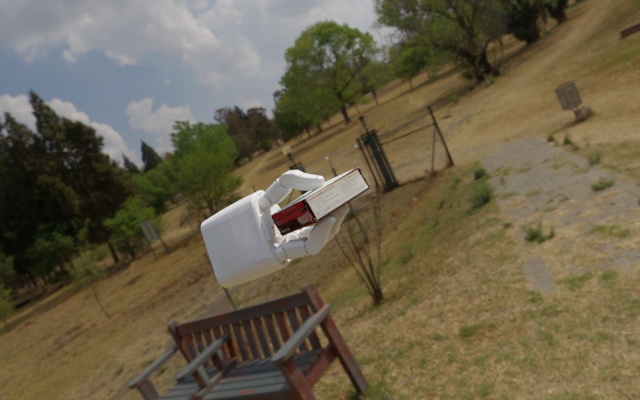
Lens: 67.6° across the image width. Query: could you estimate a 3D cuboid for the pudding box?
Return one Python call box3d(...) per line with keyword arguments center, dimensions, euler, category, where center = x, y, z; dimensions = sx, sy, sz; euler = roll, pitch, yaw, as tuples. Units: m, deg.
box3d(center=(0.000, 0.002, 0.657), dimensions=(0.113, 0.039, 0.090), euler=(-33, 6, -37), category="pudding box")
